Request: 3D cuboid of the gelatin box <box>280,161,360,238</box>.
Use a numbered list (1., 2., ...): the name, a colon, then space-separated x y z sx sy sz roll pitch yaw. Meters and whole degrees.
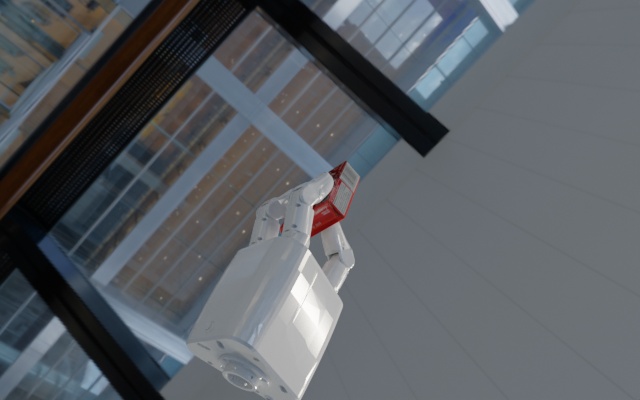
1. gelatin box: 0.000 0.002 0.533 0.073 0.030 0.089 -30 20 32
